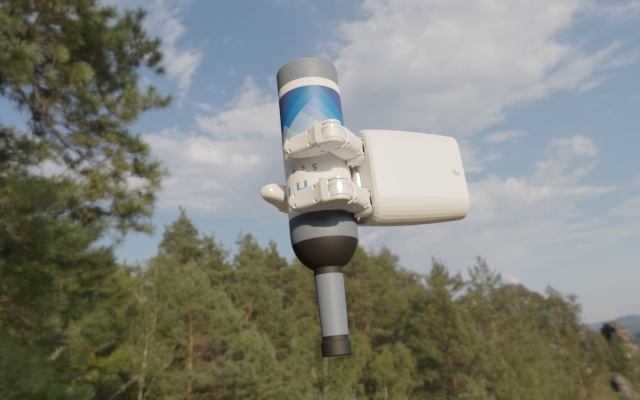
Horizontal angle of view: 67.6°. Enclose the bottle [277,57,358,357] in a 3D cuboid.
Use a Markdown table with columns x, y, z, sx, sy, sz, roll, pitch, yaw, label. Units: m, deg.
| x | y | z | sx | sy | sz | roll | pitch | yaw | label |
| --- | --- | --- | --- | --- | --- | --- | --- | --- | --- |
| 0.000 | 0.001 | 0.477 | 0.069 | 0.295 | 0.069 | -6 | -18 | -2 | bottle |
